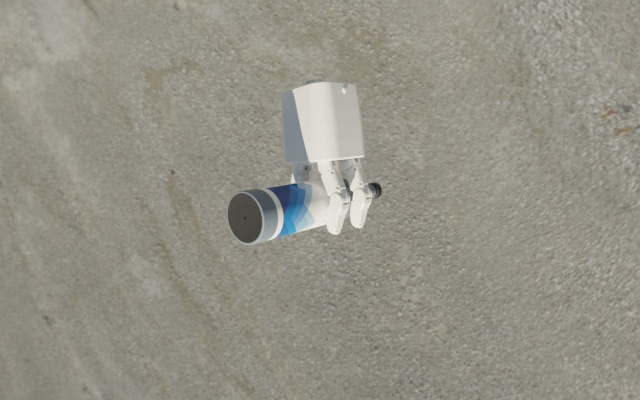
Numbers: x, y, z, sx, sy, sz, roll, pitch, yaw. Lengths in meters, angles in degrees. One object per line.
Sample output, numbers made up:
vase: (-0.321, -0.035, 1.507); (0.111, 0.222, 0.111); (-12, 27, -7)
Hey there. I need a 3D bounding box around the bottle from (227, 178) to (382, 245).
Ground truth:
bottle: (0.000, 0.002, 0.691); (0.069, 0.069, 0.295); (0, 7, 39)
